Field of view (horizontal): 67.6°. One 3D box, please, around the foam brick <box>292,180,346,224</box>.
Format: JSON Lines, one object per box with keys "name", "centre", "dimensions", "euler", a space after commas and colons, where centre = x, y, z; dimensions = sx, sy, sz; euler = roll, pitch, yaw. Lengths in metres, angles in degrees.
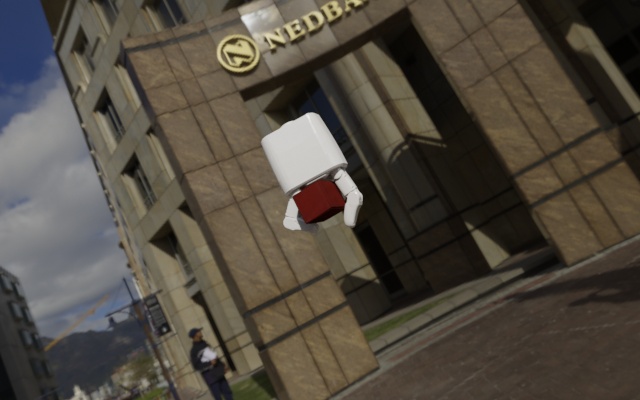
{"name": "foam brick", "centre": [0.000, 0.003, 0.774], "dimensions": [0.053, 0.051, 0.078], "euler": [-31, -10, 19]}
